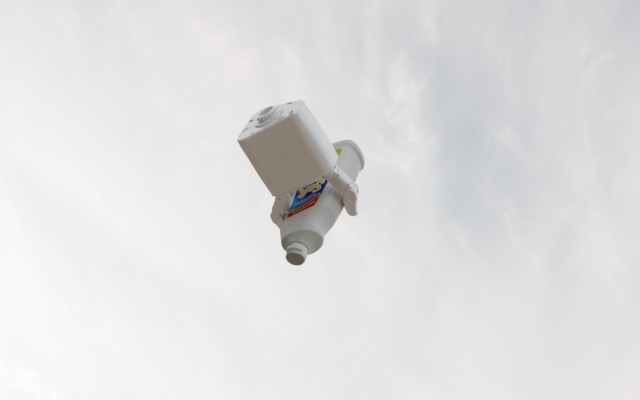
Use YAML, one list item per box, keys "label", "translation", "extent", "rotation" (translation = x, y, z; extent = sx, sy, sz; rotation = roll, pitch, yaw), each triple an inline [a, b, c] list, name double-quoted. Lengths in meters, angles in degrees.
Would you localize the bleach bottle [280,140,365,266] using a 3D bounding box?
- label: "bleach bottle"
  translation: [0.000, 0.003, 0.765]
  extent: [0.102, 0.068, 0.250]
  rotation: [-15, 33, 27]
